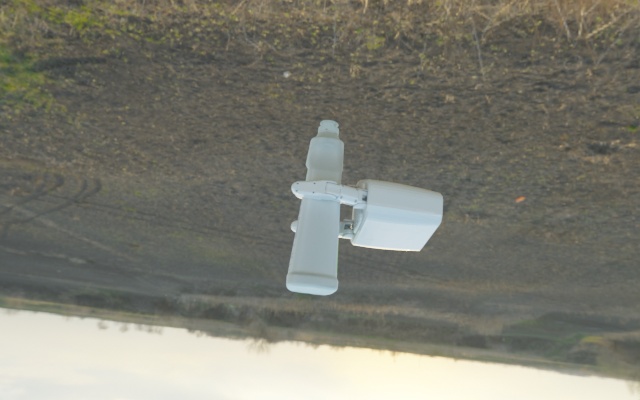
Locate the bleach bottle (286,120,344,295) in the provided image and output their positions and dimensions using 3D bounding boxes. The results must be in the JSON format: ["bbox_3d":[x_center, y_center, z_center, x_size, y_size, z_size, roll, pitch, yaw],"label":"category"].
[{"bbox_3d":[0.000,0.002,0.676,0.068,0.250,0.102,8,-16,-4],"label":"bleach bottle"}]
